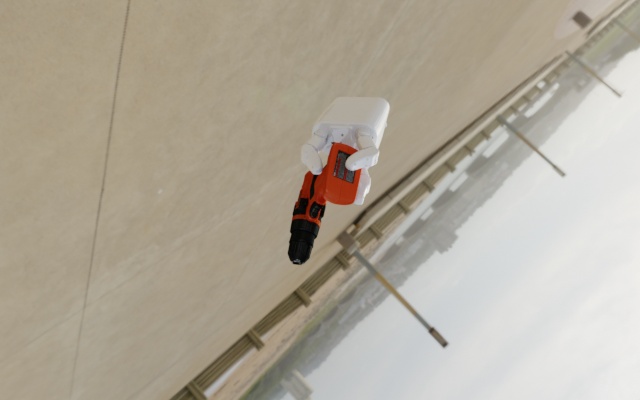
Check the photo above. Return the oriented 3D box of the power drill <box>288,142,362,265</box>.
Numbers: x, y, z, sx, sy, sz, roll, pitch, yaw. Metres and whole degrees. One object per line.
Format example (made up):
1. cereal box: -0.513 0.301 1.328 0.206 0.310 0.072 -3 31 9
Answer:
1. power drill: 0.000 0.002 0.797 0.057 0.184 0.188 19 -28 -16
